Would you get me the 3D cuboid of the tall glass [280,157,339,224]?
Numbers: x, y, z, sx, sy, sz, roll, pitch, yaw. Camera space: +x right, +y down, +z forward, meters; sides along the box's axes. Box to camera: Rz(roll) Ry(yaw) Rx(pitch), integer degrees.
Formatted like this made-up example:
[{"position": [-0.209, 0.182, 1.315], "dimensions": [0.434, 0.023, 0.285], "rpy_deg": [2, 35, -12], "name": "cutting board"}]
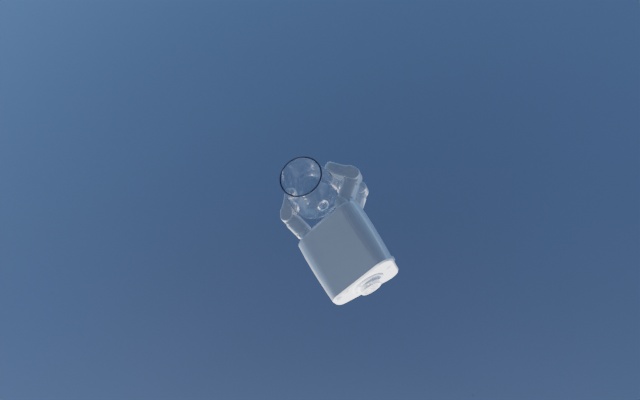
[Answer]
[{"position": [0.000, 0.003, 0.747], "dimensions": [0.079, 0.079, 0.201], "rpy_deg": [0, -21, 18], "name": "tall glass"}]
